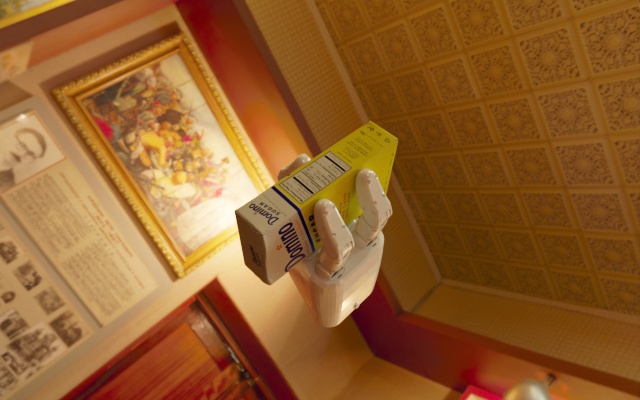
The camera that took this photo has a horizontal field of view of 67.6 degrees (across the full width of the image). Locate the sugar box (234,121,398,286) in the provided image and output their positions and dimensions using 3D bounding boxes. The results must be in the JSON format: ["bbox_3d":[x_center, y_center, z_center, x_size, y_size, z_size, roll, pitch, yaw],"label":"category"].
[{"bbox_3d":[0.001,0.002,0.477,0.048,0.093,0.176,37,60,25],"label":"sugar box"}]
